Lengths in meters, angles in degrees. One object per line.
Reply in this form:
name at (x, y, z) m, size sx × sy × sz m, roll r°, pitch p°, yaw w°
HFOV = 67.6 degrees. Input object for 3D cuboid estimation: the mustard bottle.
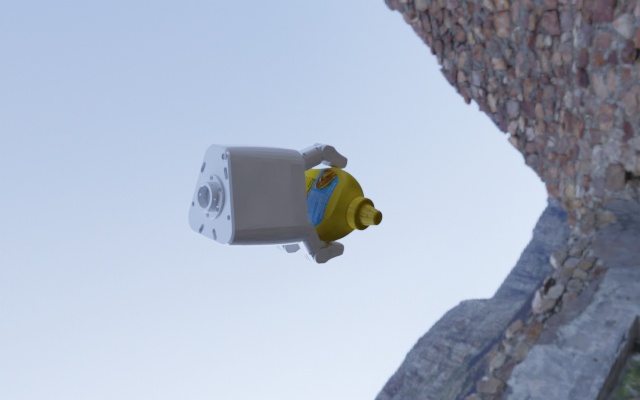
mustard bottle at (0.000, 0.002, 0.625) m, size 0.191 × 0.096 × 0.058 m, roll 15°, pitch -12°, yaw 43°
